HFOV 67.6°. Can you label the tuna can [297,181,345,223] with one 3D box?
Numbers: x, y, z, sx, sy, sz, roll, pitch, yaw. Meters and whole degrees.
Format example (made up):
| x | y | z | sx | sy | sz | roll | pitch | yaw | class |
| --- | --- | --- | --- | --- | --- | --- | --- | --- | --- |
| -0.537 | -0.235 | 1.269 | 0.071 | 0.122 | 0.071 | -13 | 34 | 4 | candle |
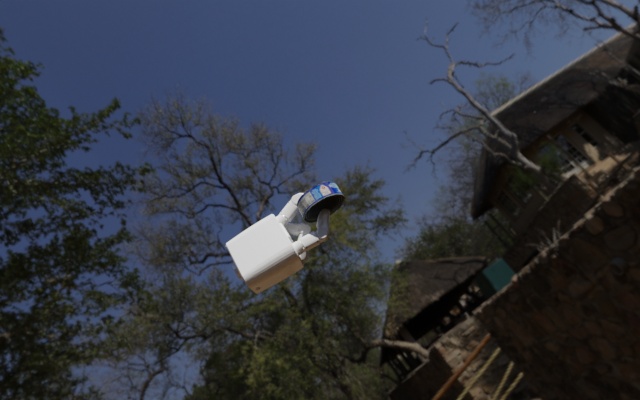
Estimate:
| x | y | z | sx | sy | sz | roll | pitch | yaw | class |
| --- | --- | --- | --- | --- | --- | --- | --- | --- | --- |
| 0.000 | 0.002 | 0.884 | 0.086 | 0.033 | 0.086 | -26 | -24 | -12 | tuna can |
